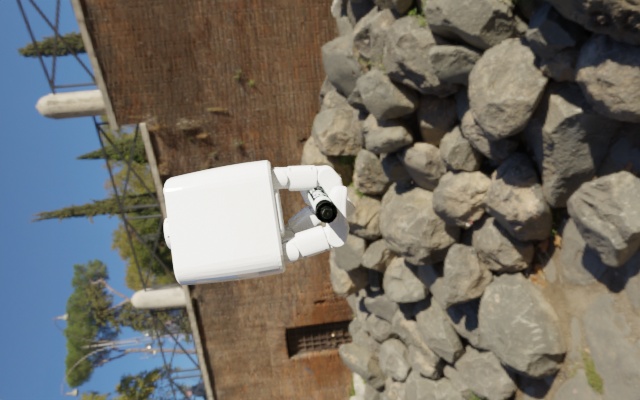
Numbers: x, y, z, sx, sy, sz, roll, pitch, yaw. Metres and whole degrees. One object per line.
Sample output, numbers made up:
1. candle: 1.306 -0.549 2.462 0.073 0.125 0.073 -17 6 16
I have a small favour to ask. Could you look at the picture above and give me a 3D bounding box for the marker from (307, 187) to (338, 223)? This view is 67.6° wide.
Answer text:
1. marker: 0.000 0.001 0.452 0.020 0.020 0.121 0 9 -5
